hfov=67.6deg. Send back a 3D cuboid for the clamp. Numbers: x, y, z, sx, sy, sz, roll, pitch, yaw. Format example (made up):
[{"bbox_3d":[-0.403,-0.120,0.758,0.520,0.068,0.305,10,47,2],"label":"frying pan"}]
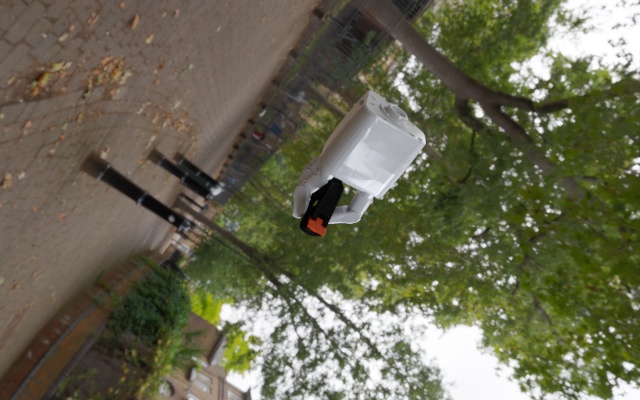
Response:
[{"bbox_3d":[0.001,0.003,0.742,0.036,0.165,0.210,31,30,-8],"label":"clamp"}]
